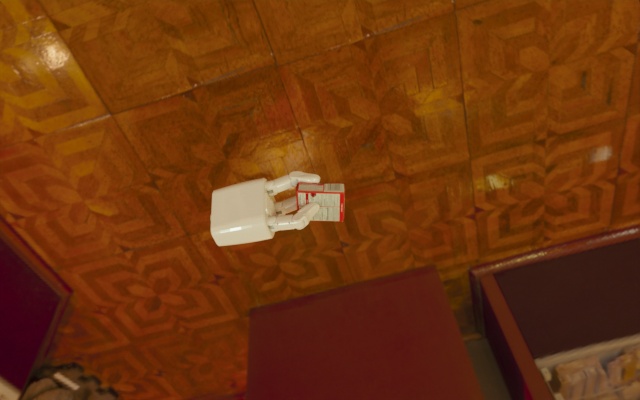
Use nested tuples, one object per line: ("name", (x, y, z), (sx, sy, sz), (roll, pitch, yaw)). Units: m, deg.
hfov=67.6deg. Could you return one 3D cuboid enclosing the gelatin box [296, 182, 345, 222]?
("gelatin box", (0.000, 0.003, 0.888), (0.089, 0.073, 0.030), (2, 41, 3))
